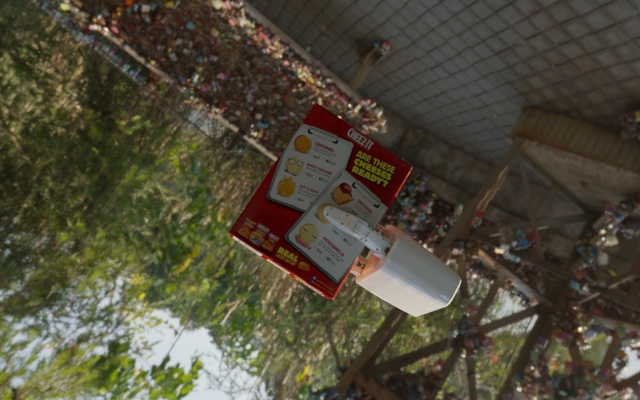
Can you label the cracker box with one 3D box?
[{"bbox_3d":[0.000,0.002,0.662,0.164,0.213,0.072,33,-12,-4],"label":"cracker box"}]
